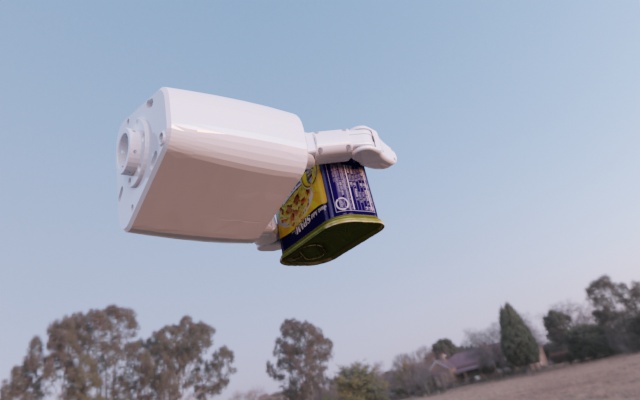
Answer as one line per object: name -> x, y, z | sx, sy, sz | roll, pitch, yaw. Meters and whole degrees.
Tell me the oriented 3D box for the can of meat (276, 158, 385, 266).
can of meat -> 0.000, 0.001, 0.419 | 0.057, 0.084, 0.102 | 5, -29, -35
